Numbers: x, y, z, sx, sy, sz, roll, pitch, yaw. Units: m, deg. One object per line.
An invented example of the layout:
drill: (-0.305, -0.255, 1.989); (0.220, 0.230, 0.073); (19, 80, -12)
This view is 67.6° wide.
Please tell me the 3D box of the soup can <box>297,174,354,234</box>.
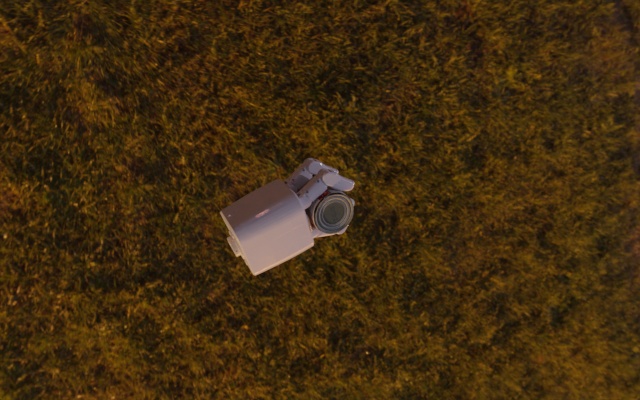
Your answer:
soup can: (0.001, 0.002, 0.751); (0.068, 0.068, 0.102); (0, 20, -26)
